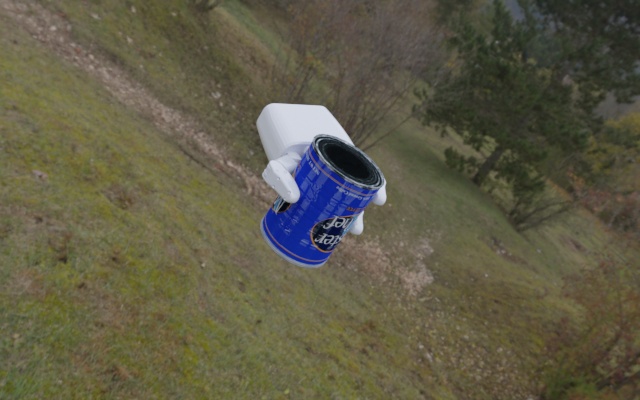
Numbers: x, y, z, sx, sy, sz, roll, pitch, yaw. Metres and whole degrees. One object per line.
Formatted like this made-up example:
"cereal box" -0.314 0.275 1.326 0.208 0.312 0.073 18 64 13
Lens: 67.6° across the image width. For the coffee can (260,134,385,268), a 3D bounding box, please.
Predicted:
"coffee can" 0.000 0.002 0.608 0.103 0.140 0.102 26 29 -16
